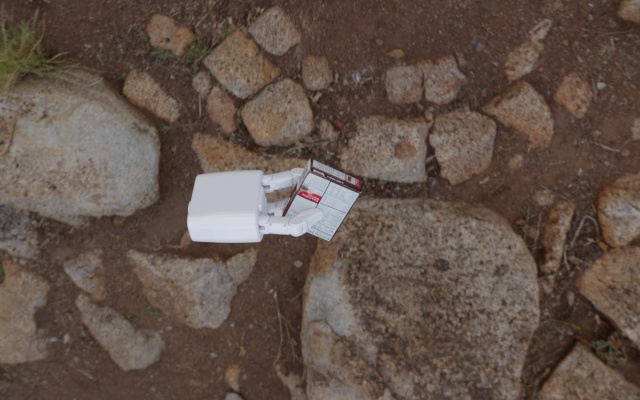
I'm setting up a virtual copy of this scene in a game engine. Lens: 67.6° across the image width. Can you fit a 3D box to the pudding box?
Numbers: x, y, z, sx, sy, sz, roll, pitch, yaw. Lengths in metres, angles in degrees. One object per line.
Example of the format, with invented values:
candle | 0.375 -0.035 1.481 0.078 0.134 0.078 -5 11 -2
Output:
pudding box | 0.000 0.003 0.747 0.090 0.113 0.039 22 35 -12
